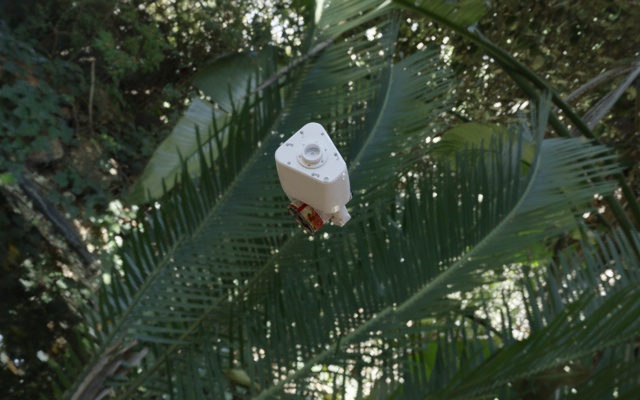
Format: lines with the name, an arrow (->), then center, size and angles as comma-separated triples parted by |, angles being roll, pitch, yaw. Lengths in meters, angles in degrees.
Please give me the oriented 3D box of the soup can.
soup can -> 0.000, 0.003, 0.853 | 0.102, 0.068, 0.068 | -42, 12, -14
